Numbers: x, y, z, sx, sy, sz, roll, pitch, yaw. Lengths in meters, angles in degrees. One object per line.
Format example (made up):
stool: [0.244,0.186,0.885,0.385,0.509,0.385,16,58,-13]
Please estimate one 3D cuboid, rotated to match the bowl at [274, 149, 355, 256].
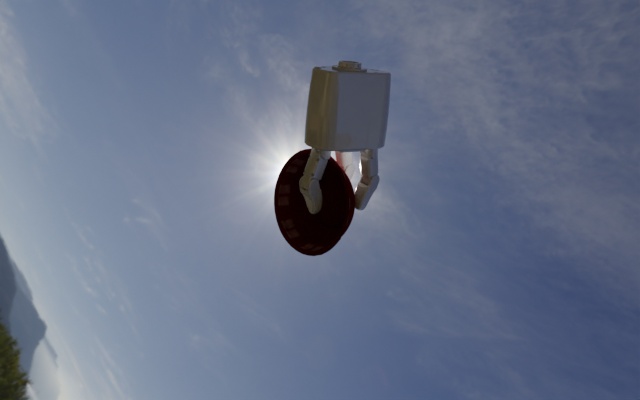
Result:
bowl: [0.000,0.004,0.734,0.162,0.162,0.055,0,1,44]
